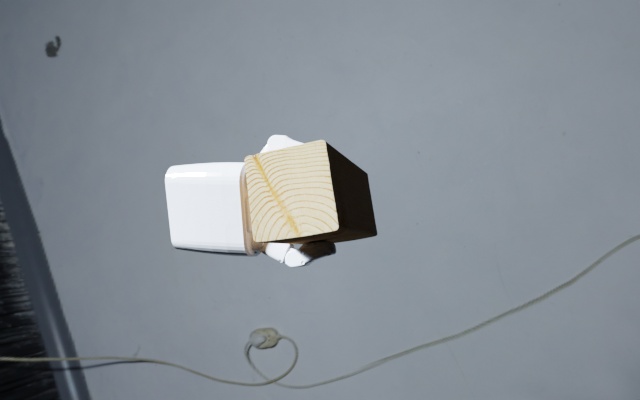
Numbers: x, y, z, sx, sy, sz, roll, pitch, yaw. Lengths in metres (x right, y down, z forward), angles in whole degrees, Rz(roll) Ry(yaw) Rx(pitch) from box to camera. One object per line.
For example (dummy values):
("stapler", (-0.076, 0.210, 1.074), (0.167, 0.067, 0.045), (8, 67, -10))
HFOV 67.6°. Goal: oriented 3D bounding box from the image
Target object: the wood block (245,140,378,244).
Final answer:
("wood block", (0.000, 0.002, 0.561), (0.090, 0.091, 0.206), (-10, -8, 16))
